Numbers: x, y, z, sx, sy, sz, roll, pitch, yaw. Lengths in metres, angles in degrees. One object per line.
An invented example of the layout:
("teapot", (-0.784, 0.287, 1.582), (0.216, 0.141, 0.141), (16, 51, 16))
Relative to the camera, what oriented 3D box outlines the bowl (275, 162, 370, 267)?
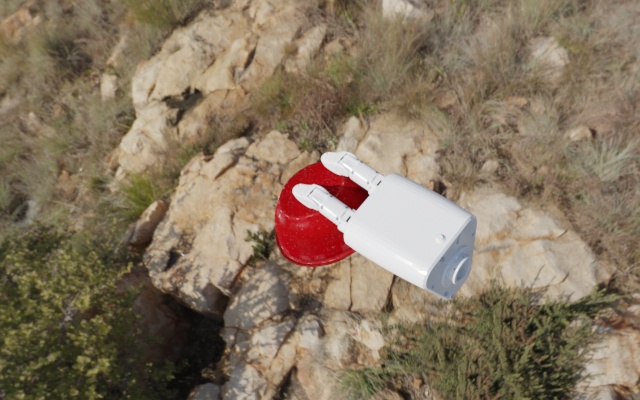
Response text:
("bowl", (-0.001, 0.002, 0.606), (0.162, 0.162, 0.055), (0, -38, 35))
